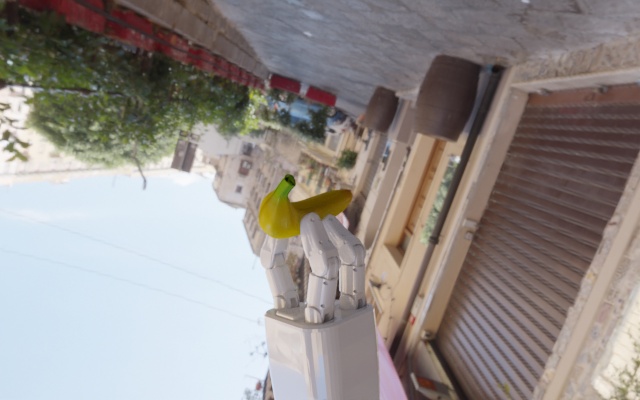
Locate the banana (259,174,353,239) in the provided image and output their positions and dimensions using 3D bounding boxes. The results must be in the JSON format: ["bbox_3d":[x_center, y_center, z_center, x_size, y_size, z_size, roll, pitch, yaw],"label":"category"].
[{"bbox_3d":[-0.016,0.011,0.492,0.069,0.037,0.198,-32,-10,14],"label":"banana"}]
